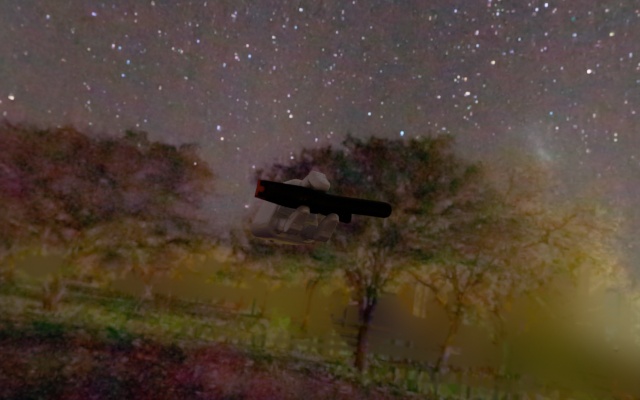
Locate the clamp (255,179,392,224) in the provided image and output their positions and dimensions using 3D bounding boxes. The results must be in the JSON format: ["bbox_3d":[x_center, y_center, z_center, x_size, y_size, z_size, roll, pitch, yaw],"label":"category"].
[{"bbox_3d":[0.000,0.002,0.777,0.210,0.036,0.164,15,-12,-26],"label":"clamp"}]
